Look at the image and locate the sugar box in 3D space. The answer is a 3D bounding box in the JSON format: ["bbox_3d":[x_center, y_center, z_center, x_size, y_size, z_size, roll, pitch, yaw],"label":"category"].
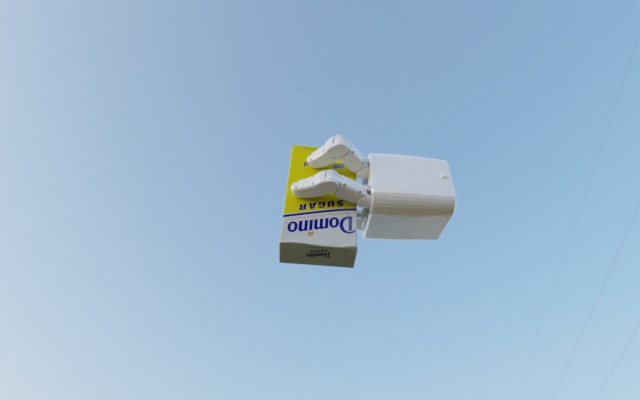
[{"bbox_3d":[0.000,0.002,0.616,0.093,0.048,0.176,4,44,-1],"label":"sugar box"}]
